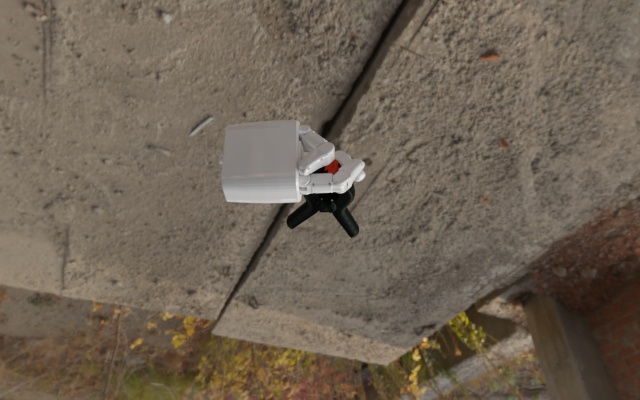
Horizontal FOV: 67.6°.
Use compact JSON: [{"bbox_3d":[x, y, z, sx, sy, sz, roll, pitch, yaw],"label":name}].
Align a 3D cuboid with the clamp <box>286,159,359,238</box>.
[{"bbox_3d":[0.000,0.003,0.739,0.120,0.039,0.172,-2,-40,3],"label":"clamp"}]
